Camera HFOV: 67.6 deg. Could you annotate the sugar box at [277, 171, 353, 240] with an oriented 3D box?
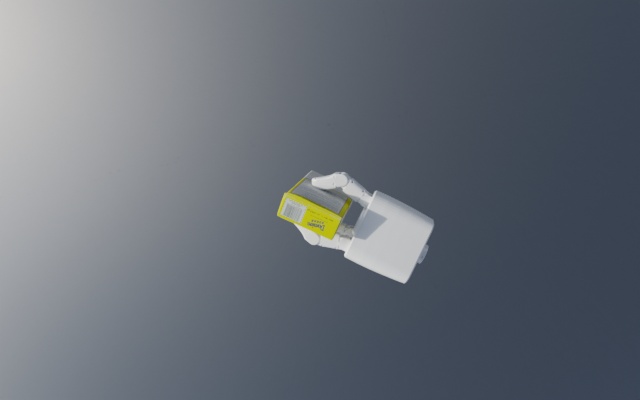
[{"bbox_3d":[0.000,0.003,0.777,0.093,0.048,0.176,25,15,5],"label":"sugar box"}]
